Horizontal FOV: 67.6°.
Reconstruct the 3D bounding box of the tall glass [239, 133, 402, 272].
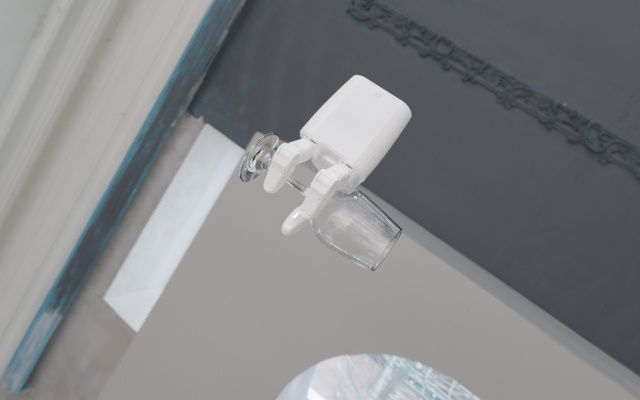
[{"bbox_3d":[-0.001,0.002,0.581,0.201,0.079,0.079,36,11,15],"label":"tall glass"}]
